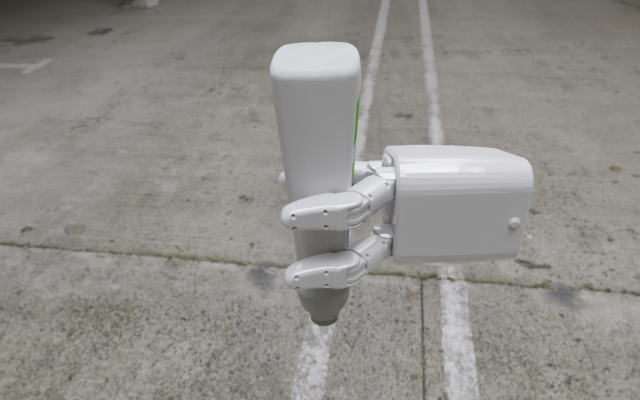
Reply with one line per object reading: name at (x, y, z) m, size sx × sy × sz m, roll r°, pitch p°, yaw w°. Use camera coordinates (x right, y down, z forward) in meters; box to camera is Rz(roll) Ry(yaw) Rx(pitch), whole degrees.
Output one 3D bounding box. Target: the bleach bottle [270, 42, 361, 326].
bleach bottle at (0.000, 0.001, 0.415) m, size 0.068 × 0.251 × 0.102 m, roll -1°, pitch 30°, yaw 2°
